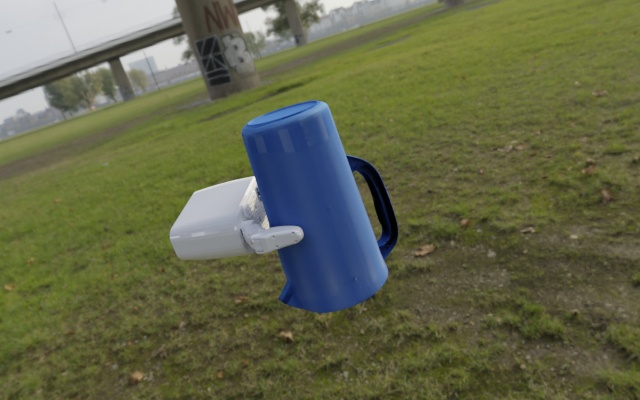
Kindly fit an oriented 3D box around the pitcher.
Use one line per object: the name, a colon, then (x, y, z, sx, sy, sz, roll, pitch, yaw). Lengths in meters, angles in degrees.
pitcher: (0.000, 0.002, 0.601, 0.145, 0.243, 0.149, -10, 20, 22)
